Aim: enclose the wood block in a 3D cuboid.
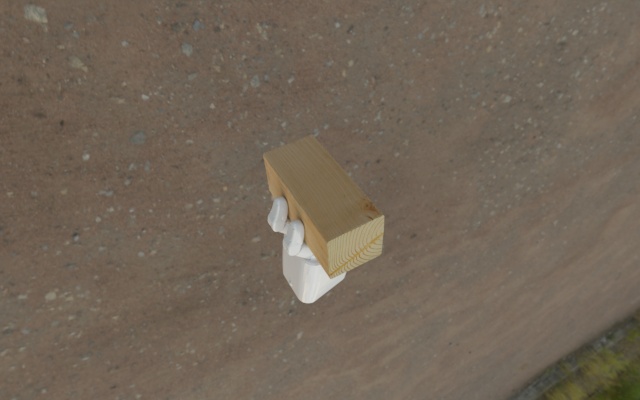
[{"bbox_3d":[0.000,0.003,0.721,0.091,0.090,0.206,-24,49,-18],"label":"wood block"}]
